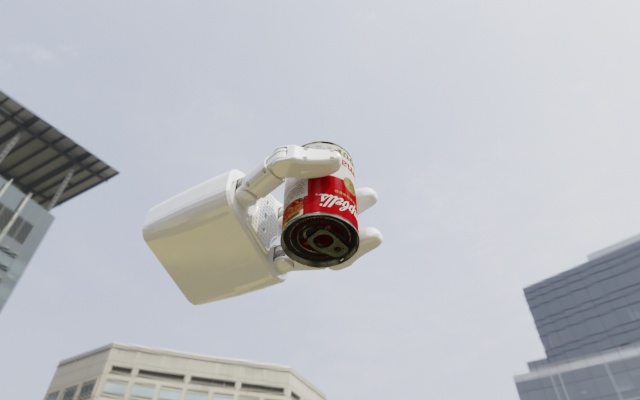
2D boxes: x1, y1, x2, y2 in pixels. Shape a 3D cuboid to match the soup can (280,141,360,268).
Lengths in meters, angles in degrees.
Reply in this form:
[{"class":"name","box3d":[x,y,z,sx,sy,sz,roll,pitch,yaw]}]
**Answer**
[{"class":"soup can","box3d":[0.000,0.001,0.442,0.068,0.069,0.102,0,43,1]}]
